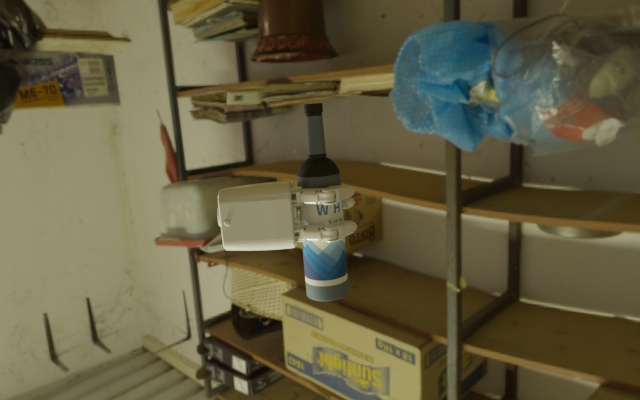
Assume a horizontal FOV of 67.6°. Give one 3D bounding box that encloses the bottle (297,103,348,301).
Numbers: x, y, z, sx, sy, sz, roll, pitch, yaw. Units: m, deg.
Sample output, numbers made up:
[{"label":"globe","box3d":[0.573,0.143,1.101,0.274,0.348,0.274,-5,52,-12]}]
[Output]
[{"label":"bottle","box3d":[0.000,0.003,0.727,0.069,0.296,0.069,-4,11,1]}]
